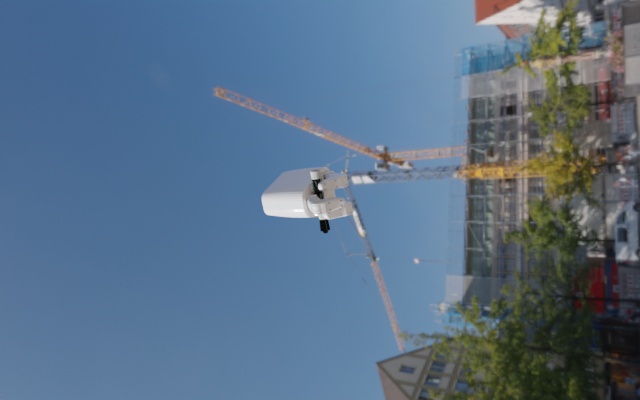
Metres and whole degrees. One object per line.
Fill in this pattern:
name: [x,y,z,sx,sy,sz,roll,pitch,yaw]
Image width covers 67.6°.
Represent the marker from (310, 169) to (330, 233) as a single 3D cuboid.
marker: [0.000,0.003,0.888,0.020,0.121,0.020,-9,13,2]
